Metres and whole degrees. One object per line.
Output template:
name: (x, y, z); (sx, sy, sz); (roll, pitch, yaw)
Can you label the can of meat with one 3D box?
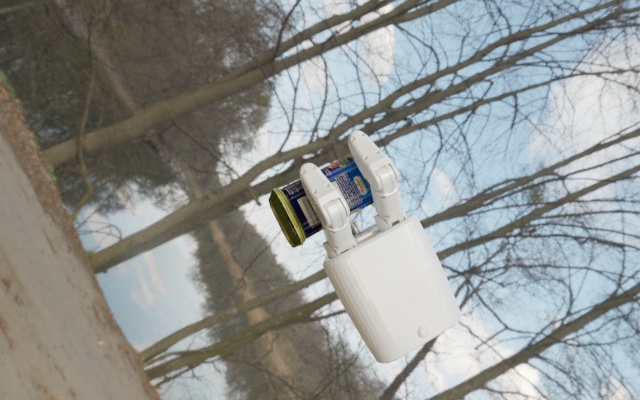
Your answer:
can of meat: (0.000, 0.001, 0.471); (0.084, 0.057, 0.102); (-27, -3, -12)
